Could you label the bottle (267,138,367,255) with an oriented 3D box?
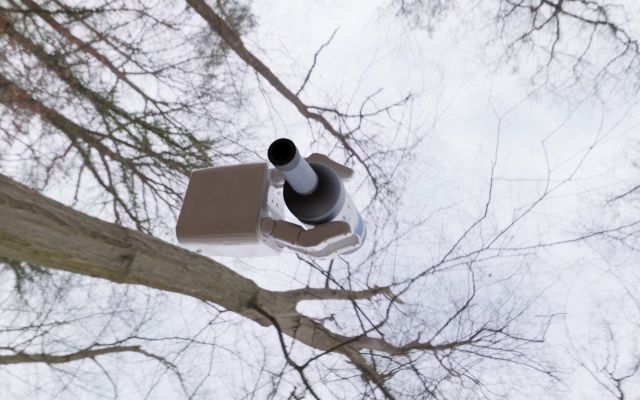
[{"bbox_3d":[0.000,0.002,0.557,0.069,0.069,0.296,0,-18,14],"label":"bottle"}]
